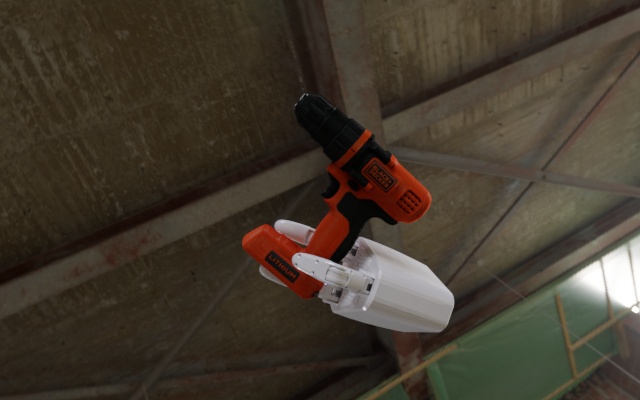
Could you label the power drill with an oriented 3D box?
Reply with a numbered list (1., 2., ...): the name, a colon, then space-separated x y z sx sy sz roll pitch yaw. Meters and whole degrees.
1. power drill: 0.000 0.002 0.532 0.184 0.188 0.057 42 12 -4
